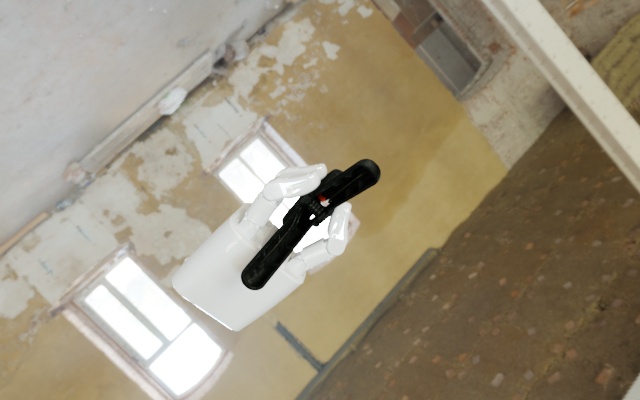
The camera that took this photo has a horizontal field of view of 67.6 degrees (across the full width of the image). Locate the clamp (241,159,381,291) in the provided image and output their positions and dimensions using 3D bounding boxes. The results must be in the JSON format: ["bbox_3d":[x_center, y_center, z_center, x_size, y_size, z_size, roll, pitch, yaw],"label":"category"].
[{"bbox_3d":[0.001,0.002,0.514,0.164,0.036,0.210,-41,7,16],"label":"clamp"}]
